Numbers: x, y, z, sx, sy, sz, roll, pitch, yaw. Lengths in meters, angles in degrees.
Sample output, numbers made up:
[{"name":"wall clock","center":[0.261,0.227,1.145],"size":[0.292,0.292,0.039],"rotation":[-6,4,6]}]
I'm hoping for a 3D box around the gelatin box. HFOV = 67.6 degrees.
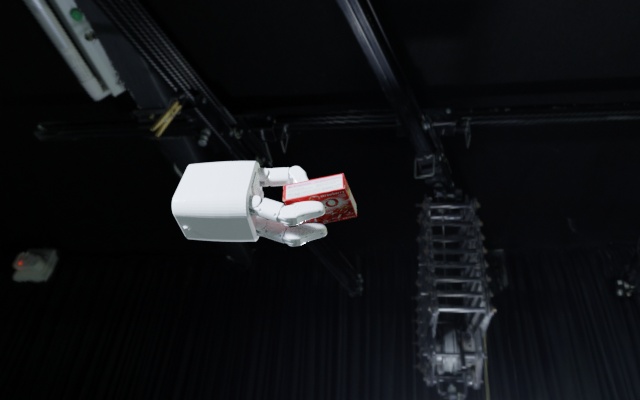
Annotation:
[{"name":"gelatin box","center":[0.000,0.002,0.670],"size":[0.089,0.030,0.073],"rotation":[-11,-37,12]}]
